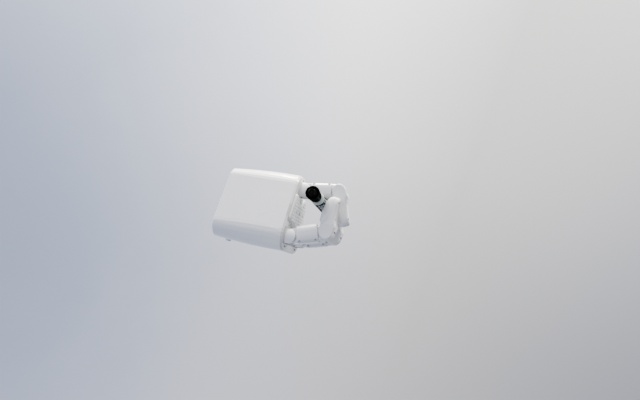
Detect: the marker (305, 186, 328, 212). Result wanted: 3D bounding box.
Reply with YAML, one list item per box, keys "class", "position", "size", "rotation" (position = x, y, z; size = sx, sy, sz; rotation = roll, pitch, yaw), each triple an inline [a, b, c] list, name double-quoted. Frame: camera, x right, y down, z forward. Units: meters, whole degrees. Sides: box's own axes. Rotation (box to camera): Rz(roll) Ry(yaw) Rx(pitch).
- class: "marker"
  position: [0.000, 0.002, 0.651]
  size: [0.020, 0.020, 0.121]
  rotation: [0, -12, 11]
